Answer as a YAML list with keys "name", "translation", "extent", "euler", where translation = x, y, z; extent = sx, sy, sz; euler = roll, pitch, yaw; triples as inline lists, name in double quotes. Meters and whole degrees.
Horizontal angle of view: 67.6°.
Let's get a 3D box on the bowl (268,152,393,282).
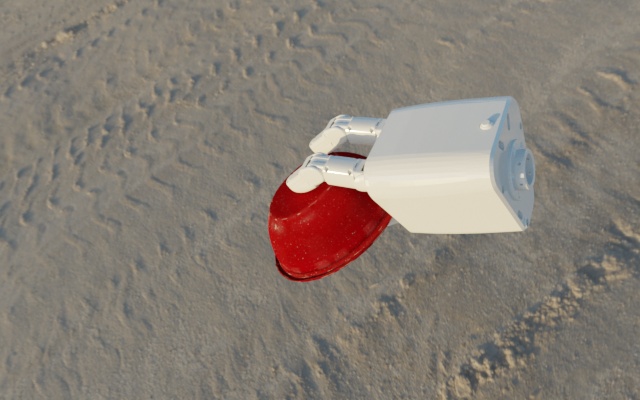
- name: "bowl"
  translation: [-0.001, 0.002, 0.488]
  extent: [0.055, 0.162, 0.162]
  euler: [47, -26, -27]
